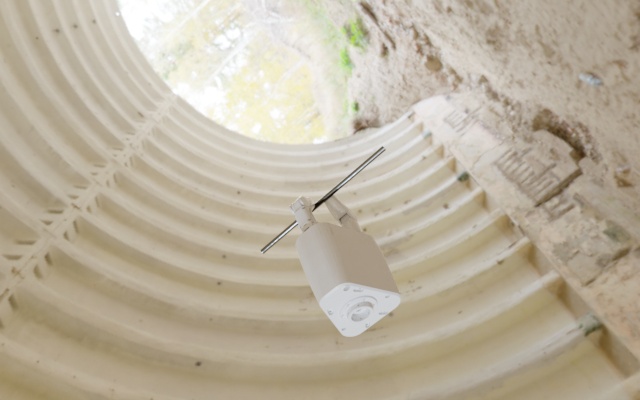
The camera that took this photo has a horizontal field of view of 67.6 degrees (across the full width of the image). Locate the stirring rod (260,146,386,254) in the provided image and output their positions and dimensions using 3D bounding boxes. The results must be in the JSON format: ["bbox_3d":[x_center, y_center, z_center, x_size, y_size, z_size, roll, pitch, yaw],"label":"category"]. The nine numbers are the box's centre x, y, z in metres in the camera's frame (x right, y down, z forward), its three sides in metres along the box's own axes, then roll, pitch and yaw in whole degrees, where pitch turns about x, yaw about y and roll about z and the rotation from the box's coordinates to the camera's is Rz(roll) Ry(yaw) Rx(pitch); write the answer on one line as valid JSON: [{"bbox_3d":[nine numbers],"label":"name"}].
[{"bbox_3d":[0.000,0.002,0.695,0.239,0.011,0.011,-40,-12,15],"label":"stirring rod"}]
